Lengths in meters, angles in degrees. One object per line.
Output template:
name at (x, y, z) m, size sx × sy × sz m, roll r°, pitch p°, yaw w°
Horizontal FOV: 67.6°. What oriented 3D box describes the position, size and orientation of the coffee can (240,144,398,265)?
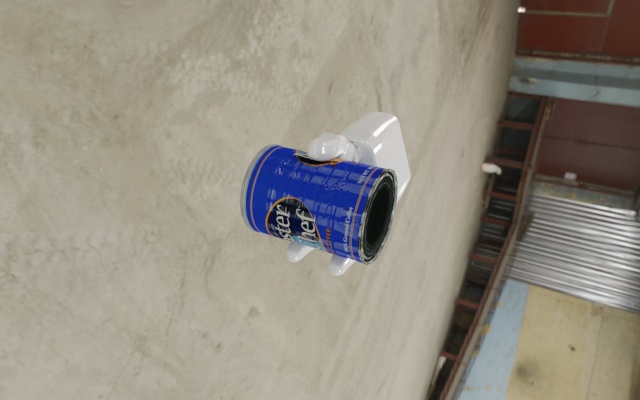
coffee can at (0.000, 0.002, 0.517) m, size 0.140 × 0.103 × 0.103 m, roll 14°, pitch 6°, yaw 23°
